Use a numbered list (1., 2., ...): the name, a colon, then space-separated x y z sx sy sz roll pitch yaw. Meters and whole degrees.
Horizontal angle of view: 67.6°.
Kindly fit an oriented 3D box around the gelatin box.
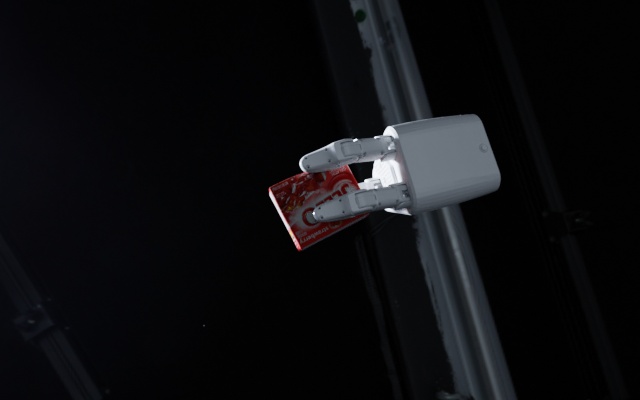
1. gelatin box: 0.000 0.002 0.512 0.089 0.073 0.030 -26 -9 -10
